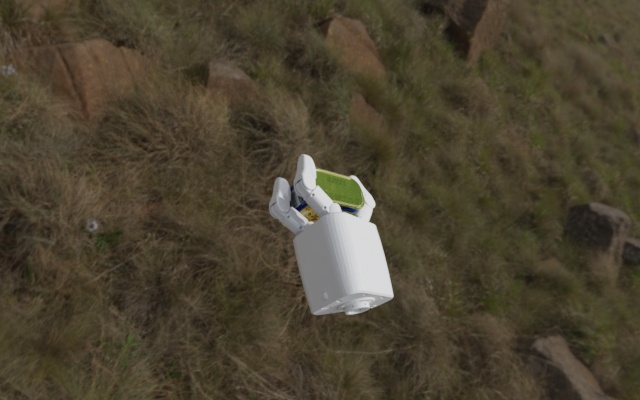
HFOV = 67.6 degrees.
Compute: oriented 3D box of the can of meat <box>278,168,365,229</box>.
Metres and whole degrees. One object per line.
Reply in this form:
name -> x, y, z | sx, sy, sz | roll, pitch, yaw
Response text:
can of meat -> 0.000, 0.002, 0.684 | 0.102, 0.057, 0.084 | 12, -35, -36
